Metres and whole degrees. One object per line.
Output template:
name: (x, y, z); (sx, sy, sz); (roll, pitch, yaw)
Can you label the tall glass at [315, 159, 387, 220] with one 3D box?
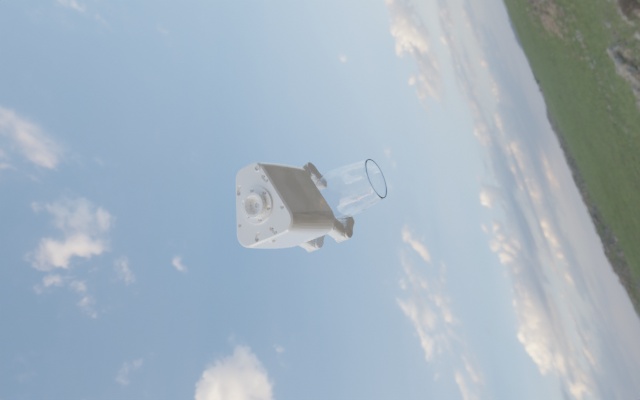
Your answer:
tall glass: (0.000, 0.003, 0.736); (0.201, 0.079, 0.079); (-23, -11, 27)
